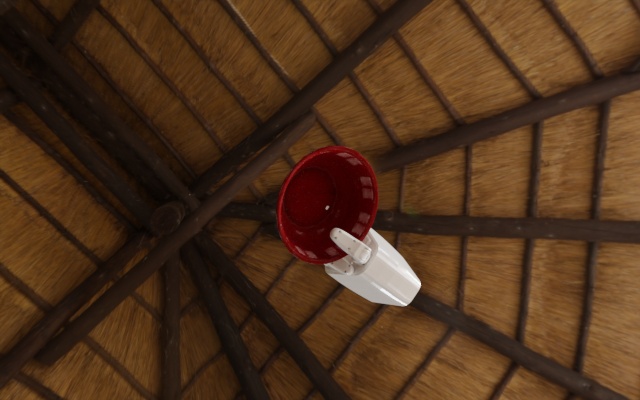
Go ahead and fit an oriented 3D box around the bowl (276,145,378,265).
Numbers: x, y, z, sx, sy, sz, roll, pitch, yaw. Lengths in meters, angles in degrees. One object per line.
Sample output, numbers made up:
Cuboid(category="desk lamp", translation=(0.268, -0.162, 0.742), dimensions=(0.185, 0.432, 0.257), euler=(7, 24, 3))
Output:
Cuboid(category="bowl", translation=(-0.001, 0.001, 0.651), dimensions=(0.162, 0.162, 0.055), euler=(0, 13, -34))
